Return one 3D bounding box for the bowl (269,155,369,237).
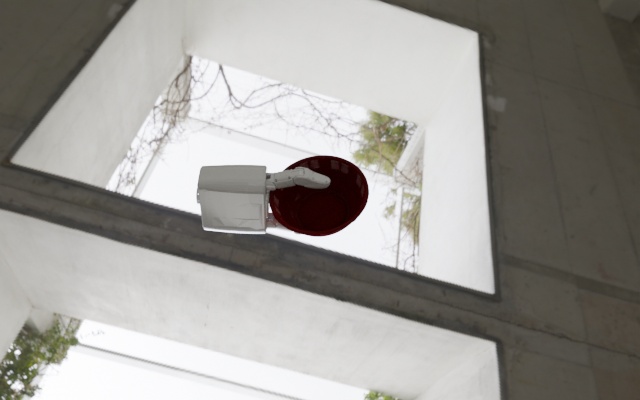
[{"bbox_3d":[0.001,0.003,0.781,0.162,0.162,0.055,0,-37,10],"label":"bowl"}]
